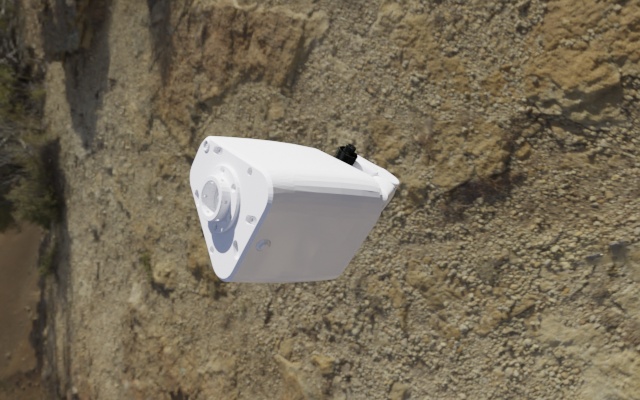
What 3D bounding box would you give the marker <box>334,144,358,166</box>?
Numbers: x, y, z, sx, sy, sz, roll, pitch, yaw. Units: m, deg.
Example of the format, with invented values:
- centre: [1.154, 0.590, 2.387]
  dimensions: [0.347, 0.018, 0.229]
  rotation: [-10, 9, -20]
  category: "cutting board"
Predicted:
- centre: [0.000, 0.001, 0.433]
  dimensions: [0.020, 0.121, 0.020]
  rotation: [23, 26, -12]
  category: "marker"
